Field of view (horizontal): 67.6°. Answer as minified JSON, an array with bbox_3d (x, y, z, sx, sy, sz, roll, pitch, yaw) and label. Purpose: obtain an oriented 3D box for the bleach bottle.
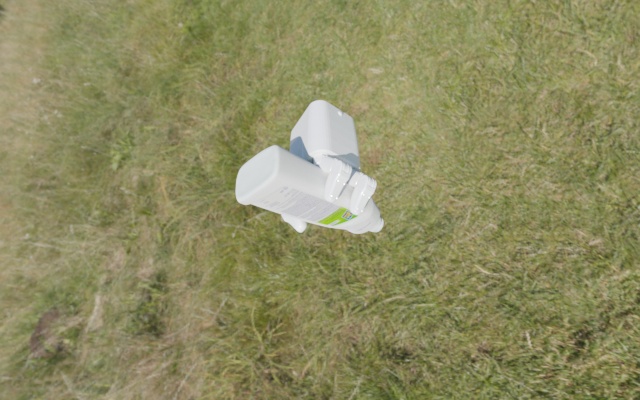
[{"bbox_3d":[0.000,0.002,0.740,0.251,0.068,0.102,25,-40,-37],"label":"bleach bottle"}]
